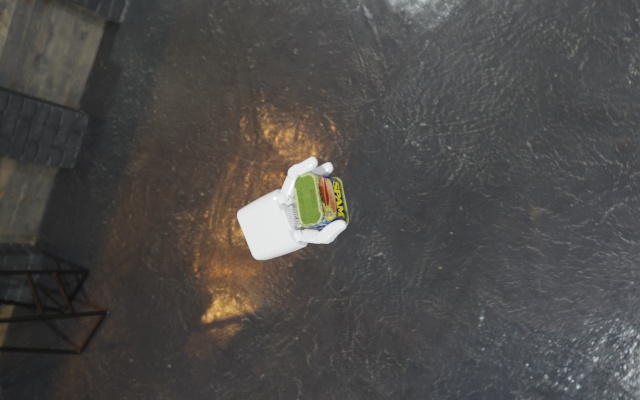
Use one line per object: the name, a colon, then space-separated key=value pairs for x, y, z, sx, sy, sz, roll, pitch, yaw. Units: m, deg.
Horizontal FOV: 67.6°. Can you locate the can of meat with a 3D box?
can of meat: x=0.000 y=0.003 z=0.870 sx=0.057 sy=0.102 sz=0.084 roll=-19 pitch=-18 yaw=33
